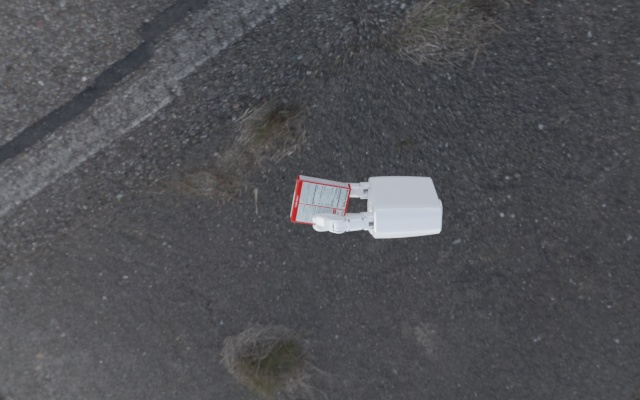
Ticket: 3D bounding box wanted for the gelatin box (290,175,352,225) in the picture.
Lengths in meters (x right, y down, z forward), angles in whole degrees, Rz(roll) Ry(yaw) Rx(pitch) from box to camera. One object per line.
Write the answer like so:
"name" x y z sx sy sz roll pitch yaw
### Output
"gelatin box" 0.000 0.003 0.780 0.089 0.073 0.030 9 20 -8
